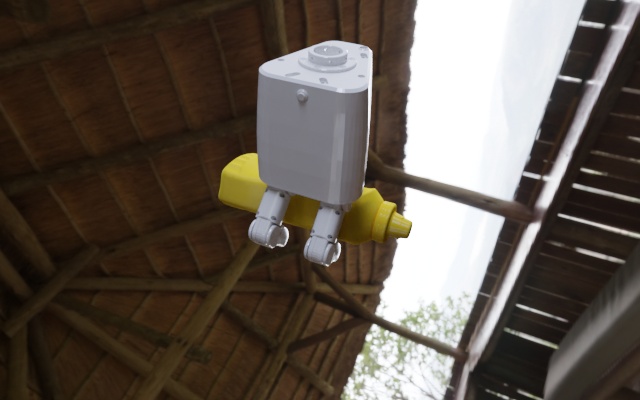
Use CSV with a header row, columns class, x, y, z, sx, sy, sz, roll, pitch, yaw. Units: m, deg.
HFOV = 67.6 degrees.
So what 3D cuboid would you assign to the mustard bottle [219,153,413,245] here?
class,x,y,z,sx,sy,sz,roll,pitch,yaw
mustard bottle,0.000,0.002,0.491,0.191,0.058,0.096,17,14,18
